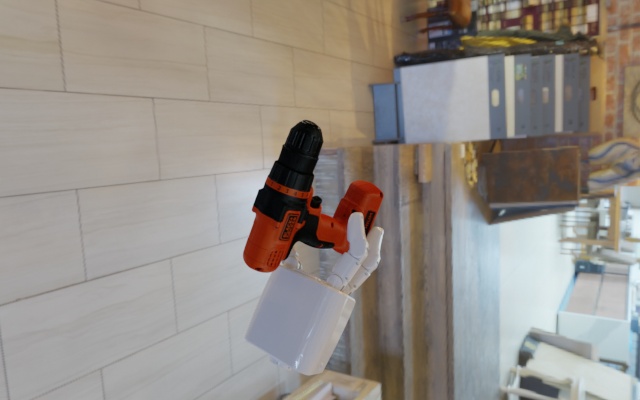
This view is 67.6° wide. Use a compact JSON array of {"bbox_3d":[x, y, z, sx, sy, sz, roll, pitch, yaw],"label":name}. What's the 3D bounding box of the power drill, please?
[{"bbox_3d":[0.000,0.002,0.601,0.187,0.184,0.057,8,19,-49],"label":"power drill"}]
